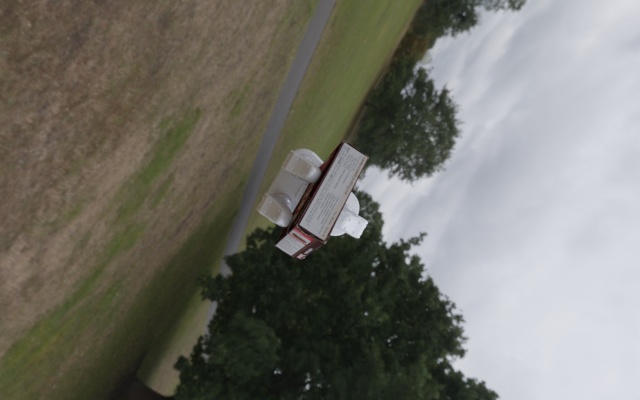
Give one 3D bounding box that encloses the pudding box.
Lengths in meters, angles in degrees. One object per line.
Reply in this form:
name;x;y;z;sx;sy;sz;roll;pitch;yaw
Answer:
pudding box;0.000;0.002;0.513;0.039;0.113;0.090;30;-25;-7
